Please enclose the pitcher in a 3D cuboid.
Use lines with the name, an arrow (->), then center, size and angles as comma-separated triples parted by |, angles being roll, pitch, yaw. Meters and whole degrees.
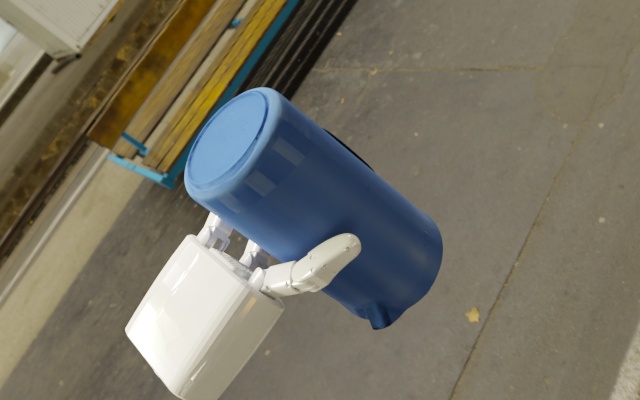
pitcher -> 0.000, 0.002, 0.451 | 0.243, 0.145, 0.149 | 39, -4, -38
